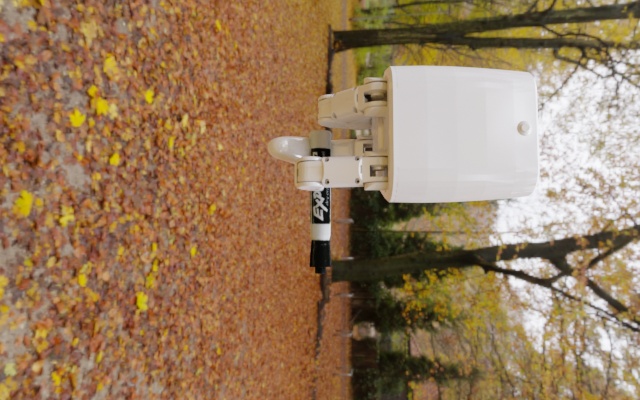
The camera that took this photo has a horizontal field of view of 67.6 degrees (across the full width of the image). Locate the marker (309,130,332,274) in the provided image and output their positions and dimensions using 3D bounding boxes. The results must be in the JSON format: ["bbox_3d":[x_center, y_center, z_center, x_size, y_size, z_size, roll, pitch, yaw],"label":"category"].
[{"bbox_3d":[0.000,0.001,0.407,0.020,0.121,0.020,0,-3,0],"label":"marker"}]
